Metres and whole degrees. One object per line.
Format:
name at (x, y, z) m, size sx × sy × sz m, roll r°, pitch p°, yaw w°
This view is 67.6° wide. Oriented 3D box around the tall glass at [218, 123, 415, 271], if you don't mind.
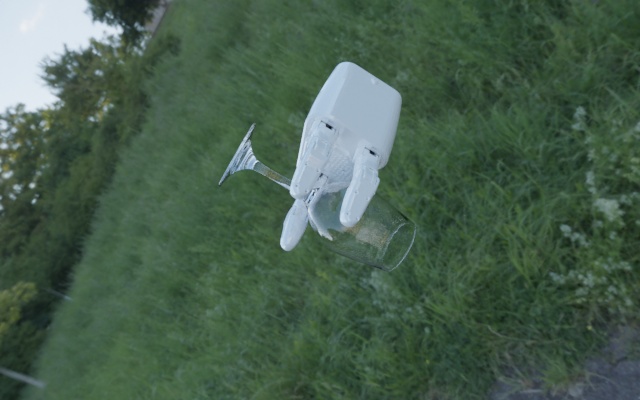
tall glass at (-0.001, 0.001, 0.501) m, size 0.201 × 0.079 × 0.079 m, roll 30°, pitch -6°, yaw -10°
